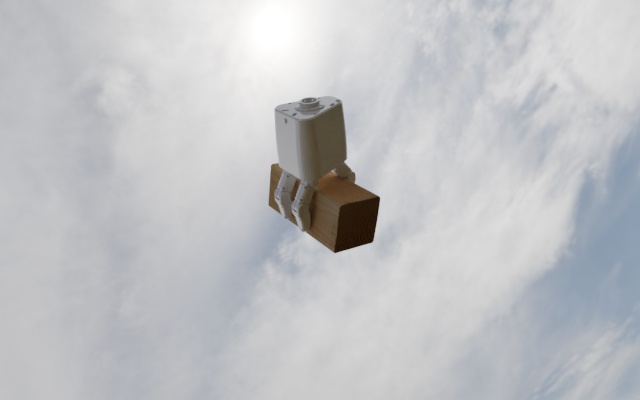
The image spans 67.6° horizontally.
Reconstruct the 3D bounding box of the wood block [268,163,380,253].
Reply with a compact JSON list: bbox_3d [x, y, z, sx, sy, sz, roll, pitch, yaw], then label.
[{"bbox_3d":[0.000,0.002,0.857,0.091,0.090,0.206,-12,29,-35],"label":"wood block"}]
